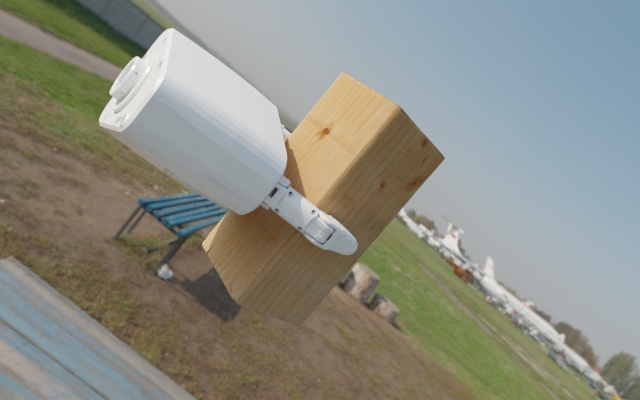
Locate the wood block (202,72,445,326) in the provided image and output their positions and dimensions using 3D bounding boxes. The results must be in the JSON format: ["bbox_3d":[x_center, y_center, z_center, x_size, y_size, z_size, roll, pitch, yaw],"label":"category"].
[{"bbox_3d":[0.000,0.001,0.438,0.090,0.206,0.090,34,8,-44],"label":"wood block"}]
